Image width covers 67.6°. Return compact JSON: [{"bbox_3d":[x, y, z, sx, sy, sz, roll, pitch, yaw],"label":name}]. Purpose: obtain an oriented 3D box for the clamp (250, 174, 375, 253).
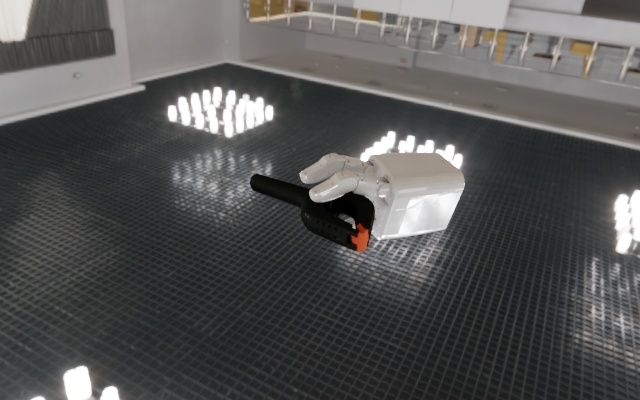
[{"bbox_3d":[0.000,0.003,0.627,0.164,0.036,0.210,-8,30,-13],"label":"clamp"}]
